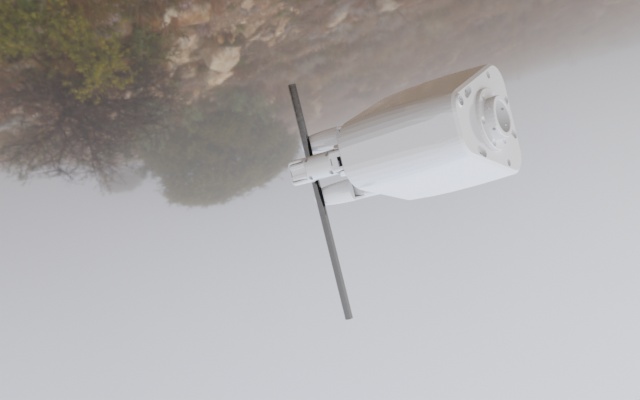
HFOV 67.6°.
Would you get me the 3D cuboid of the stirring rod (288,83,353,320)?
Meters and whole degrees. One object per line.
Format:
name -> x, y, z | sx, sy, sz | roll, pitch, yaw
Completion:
stirring rod -> 0.000, 0.001, 0.477 | 0.011, 0.239, 0.011 | -14, 1, 0
